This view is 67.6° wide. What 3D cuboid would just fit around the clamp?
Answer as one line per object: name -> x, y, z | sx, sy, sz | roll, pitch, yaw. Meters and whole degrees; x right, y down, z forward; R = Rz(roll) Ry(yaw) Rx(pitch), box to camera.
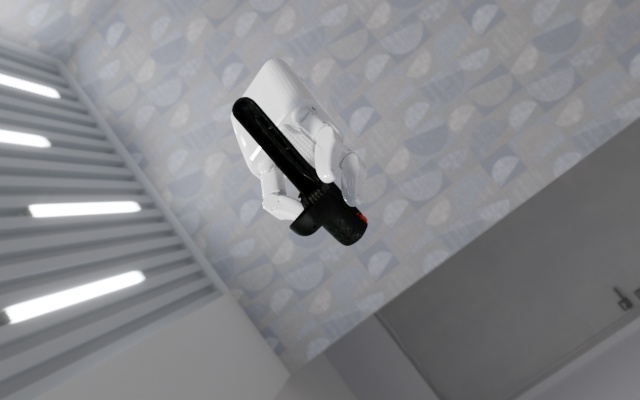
clamp -> 0.000, 0.002, 0.483 | 0.036, 0.164, 0.210 | -36, -41, 11
